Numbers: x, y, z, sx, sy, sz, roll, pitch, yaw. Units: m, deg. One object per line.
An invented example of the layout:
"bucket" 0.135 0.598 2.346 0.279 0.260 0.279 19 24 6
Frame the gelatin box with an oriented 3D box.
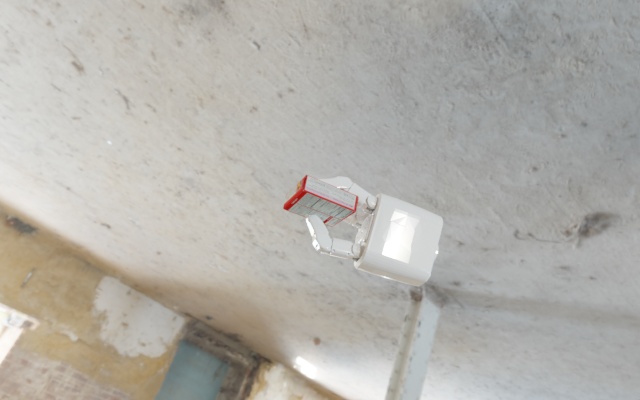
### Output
"gelatin box" 0.000 0.003 0.704 0.089 0.030 0.073 21 -30 -19
